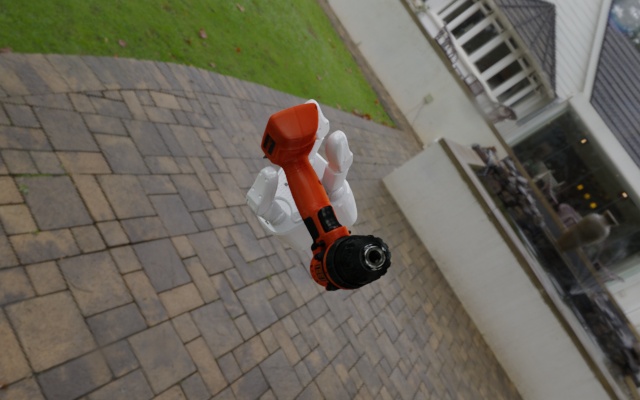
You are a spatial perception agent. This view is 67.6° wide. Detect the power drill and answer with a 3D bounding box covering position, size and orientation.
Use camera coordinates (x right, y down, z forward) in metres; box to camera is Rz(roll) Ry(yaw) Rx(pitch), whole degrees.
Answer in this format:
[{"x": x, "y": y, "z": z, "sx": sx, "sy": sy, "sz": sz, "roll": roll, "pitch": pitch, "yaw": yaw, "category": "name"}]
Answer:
[{"x": 0.000, "y": 0.001, "z": 0.486, "sx": 0.057, "sy": 0.187, "sz": 0.184, "roll": -19, "pitch": -7, "yaw": -17, "category": "power drill"}]
